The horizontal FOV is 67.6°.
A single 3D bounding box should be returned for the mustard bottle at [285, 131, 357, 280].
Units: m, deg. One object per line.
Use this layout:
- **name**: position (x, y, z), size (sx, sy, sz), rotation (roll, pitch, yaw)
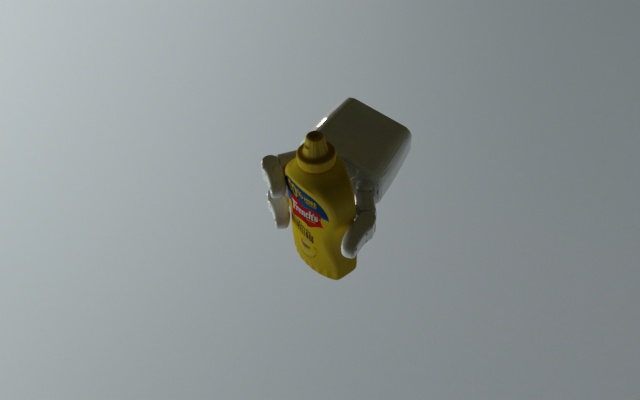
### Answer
- **mustard bottle**: position (0.000, 0.002, 0.541), size (0.058, 0.192, 0.096), rotation (-29, 51, -22)
